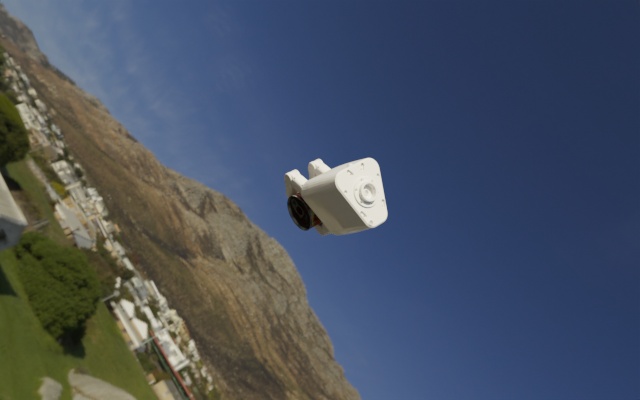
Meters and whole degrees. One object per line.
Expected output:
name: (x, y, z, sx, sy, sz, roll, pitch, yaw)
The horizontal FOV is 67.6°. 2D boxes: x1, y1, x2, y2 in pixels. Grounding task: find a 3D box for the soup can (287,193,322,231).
soup can: (0.000, 0.003, 0.867, 0.102, 0.068, 0.068, -27, 15, -31)
